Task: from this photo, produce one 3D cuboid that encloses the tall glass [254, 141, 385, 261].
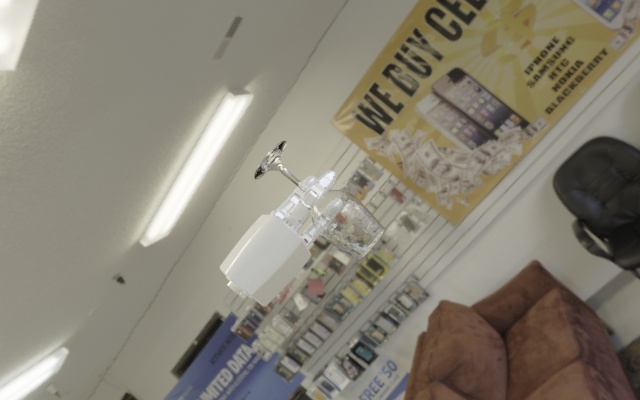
[{"bbox_3d":[0.000,0.002,0.711,0.201,0.079,0.079,39,4,4],"label":"tall glass"}]
